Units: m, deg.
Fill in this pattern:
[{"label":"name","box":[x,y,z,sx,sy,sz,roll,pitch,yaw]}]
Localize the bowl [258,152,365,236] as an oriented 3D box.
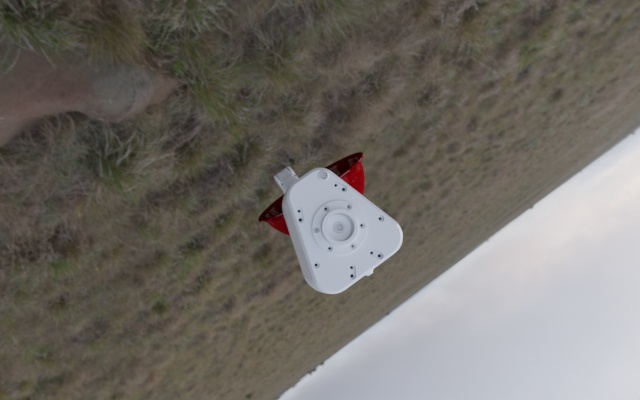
[{"label":"bowl","box":[0.000,0.002,0.628,0.162,0.055,0.162,-32,11,7]}]
